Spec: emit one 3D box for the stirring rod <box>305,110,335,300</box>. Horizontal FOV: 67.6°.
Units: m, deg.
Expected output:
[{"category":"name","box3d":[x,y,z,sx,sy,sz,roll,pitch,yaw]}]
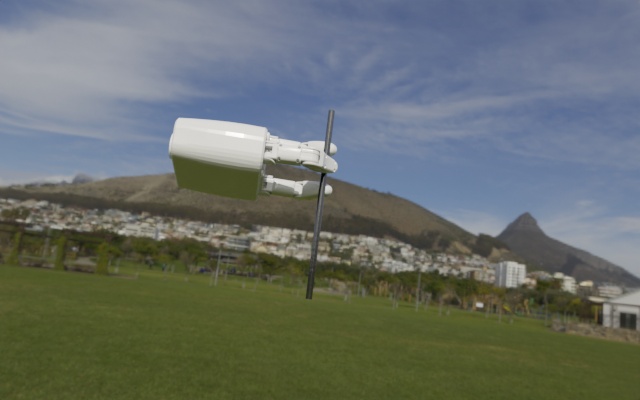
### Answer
[{"category":"stirring rod","box3d":[0.000,0.002,0.598,0.011,0.239,0.011,7,-9,1]}]
